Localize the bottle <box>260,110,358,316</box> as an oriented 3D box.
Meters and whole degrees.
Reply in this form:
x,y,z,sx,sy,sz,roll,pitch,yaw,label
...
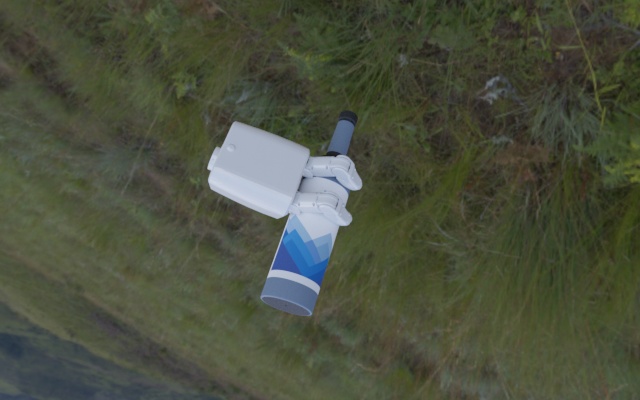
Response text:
x,y,z,sx,sy,sz,roll,pitch,yaw,label
0.000,0.002,0.642,0.069,0.295,0.069,15,-25,7,bottle
